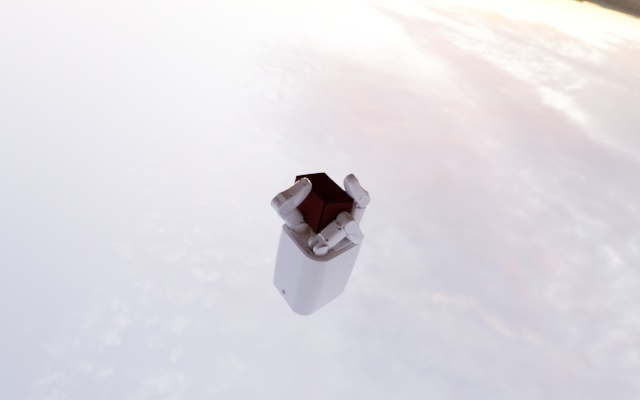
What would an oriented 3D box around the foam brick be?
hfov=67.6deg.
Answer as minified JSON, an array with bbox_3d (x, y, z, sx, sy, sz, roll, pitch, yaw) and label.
[{"bbox_3d":[0.000,0.002,0.669,0.053,0.051,0.078,-7,36,-34],"label":"foam brick"}]
